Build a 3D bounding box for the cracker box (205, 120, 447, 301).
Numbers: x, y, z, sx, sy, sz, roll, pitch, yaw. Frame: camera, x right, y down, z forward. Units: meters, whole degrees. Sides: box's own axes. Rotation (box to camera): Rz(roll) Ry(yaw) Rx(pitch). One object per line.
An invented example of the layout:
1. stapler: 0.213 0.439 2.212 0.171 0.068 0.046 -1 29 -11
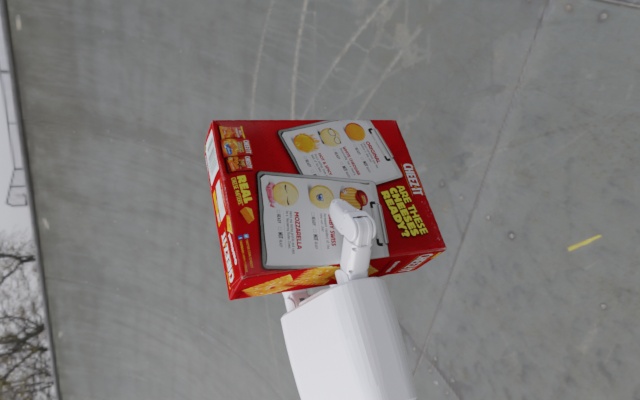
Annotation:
1. cracker box: 0.000 0.002 0.493 0.213 0.164 0.072 -4 -26 -25
